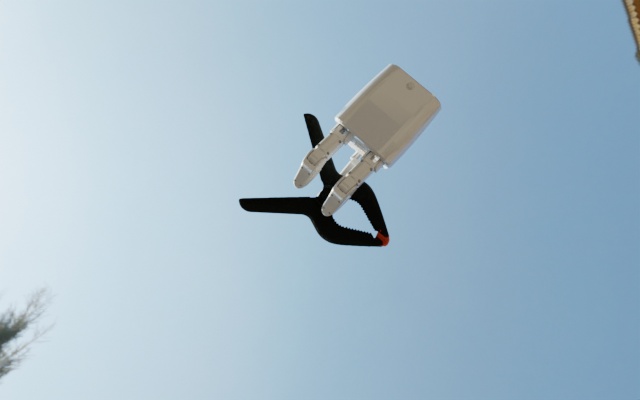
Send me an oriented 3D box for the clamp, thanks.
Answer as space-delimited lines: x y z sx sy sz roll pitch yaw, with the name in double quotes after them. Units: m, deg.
0.001 0.002 0.653 0.210 0.164 0.036 44 1 14 "clamp"
